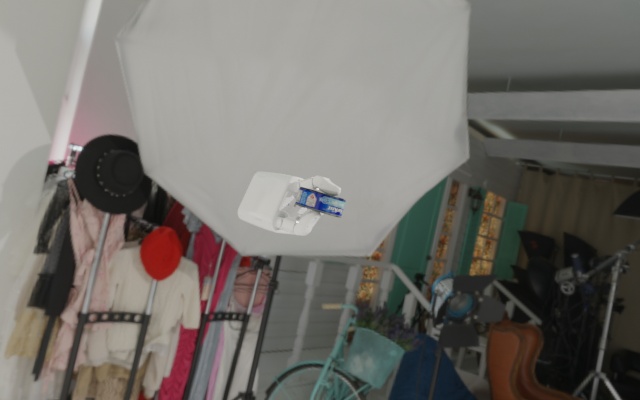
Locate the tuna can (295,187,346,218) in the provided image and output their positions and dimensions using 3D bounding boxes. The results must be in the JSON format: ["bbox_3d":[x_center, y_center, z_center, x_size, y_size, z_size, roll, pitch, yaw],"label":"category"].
[{"bbox_3d":[0.000,0.002,0.836,0.086,0.034,0.086,16,1,0],"label":"tuna can"}]
